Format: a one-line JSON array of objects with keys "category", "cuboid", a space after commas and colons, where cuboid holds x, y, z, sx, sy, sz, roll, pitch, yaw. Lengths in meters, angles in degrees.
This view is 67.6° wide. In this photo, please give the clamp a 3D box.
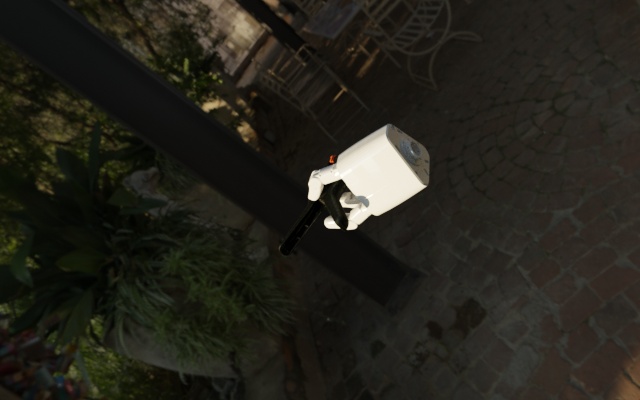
[{"category": "clamp", "cuboid": [0.000, 0.002, 0.857, 0.036, 0.209, 0.164, 40, -50, -24]}]
